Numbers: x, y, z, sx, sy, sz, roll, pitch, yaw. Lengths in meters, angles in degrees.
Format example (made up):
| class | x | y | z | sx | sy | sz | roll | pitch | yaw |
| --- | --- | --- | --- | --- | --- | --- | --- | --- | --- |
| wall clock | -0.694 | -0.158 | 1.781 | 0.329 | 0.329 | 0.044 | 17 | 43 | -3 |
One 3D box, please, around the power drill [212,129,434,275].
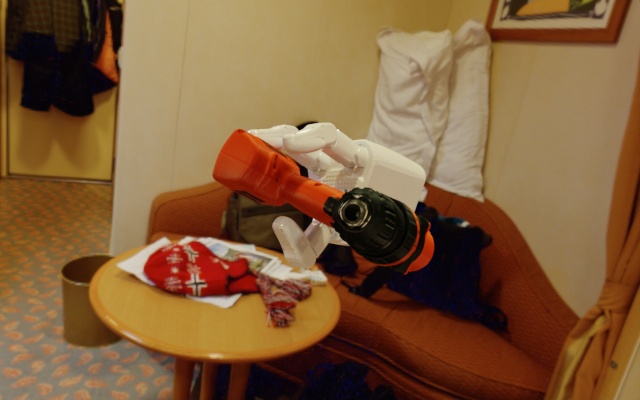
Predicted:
| class | x | y | z | sx | sy | sz | roll | pitch | yaw |
| --- | --- | --- | --- | --- | --- | --- | --- | --- | --- |
| power drill | 0.000 | 0.001 | 0.409 | 0.187 | 0.057 | 0.184 | 28 | -3 | 26 |
